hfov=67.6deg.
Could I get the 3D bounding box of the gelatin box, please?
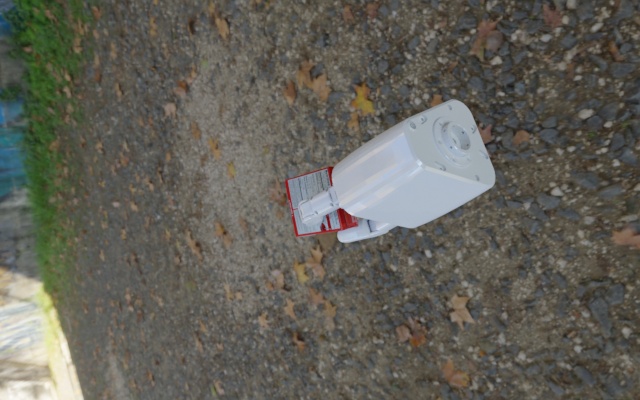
[{"bbox_3d":[0.000,0.002,0.565,0.030,0.073,0.089,-11,-1,-41],"label":"gelatin box"}]
